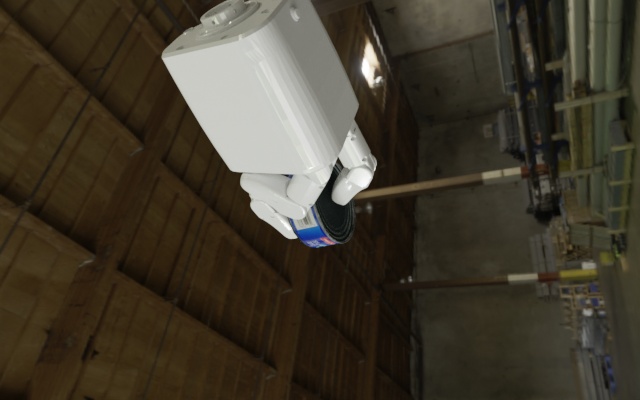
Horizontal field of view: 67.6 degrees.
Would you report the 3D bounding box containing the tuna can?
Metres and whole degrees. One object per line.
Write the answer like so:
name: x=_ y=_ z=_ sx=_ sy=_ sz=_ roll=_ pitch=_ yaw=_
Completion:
tuna can: x=0.000 y=0.002 z=0.460 sx=0.034 sy=0.086 sz=0.086 roll=-13 pitch=-6 yaw=27
